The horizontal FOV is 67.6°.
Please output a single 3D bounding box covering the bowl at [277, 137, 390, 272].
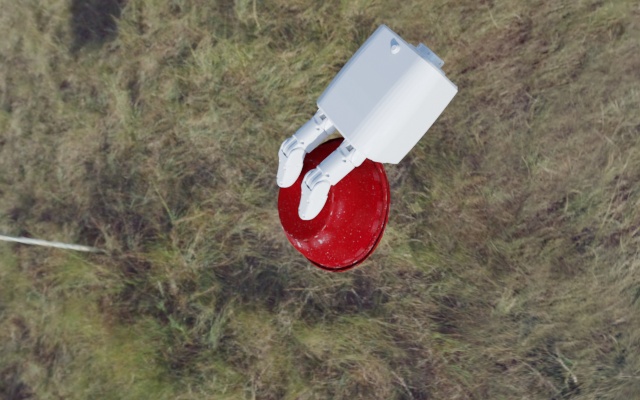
[{"bbox_3d":[-0.001,0.003,0.553,0.162,0.162,0.055,0,-5,45],"label":"bowl"}]
